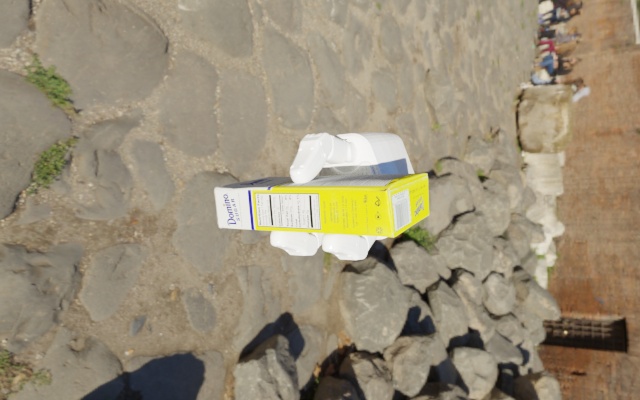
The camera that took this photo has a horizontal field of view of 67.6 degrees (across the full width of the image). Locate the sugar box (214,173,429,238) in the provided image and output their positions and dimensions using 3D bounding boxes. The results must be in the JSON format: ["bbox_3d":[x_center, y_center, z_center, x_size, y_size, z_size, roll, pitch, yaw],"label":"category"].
[{"bbox_3d":[0.000,0.002,0.438,0.176,0.048,0.093,-2,8,31],"label":"sugar box"}]
